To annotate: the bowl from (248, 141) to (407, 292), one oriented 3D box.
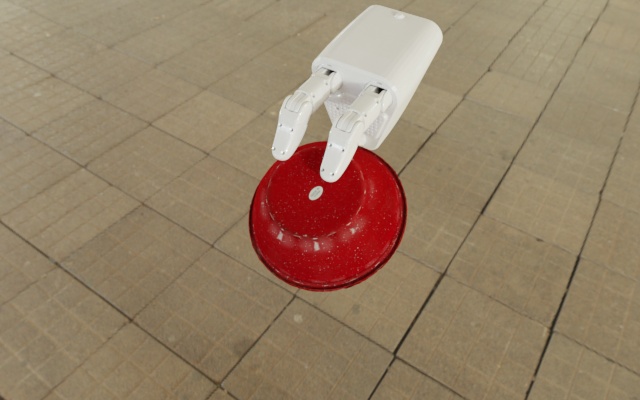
[{"bbox_3d":[0.000,0.003,0.454,0.162,0.162,0.055,0,-23,12],"label":"bowl"}]
